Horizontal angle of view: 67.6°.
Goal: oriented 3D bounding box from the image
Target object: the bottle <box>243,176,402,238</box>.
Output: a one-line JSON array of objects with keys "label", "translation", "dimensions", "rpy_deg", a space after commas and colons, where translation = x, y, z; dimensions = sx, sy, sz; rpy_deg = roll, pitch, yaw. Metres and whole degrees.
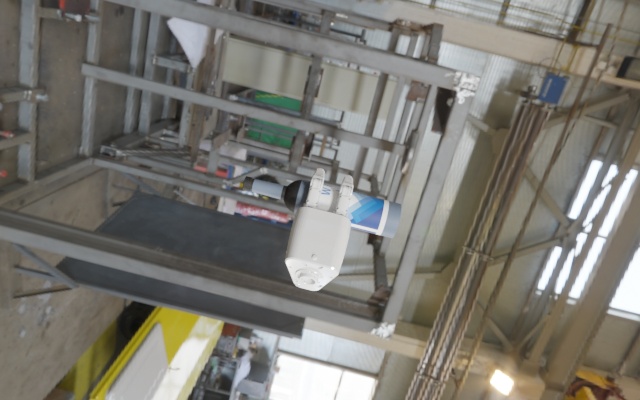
[{"label": "bottle", "translation": [0.000, 0.003, 0.896], "dimensions": [0.296, 0.069, 0.069], "rpy_deg": [14, 0, 0]}]
